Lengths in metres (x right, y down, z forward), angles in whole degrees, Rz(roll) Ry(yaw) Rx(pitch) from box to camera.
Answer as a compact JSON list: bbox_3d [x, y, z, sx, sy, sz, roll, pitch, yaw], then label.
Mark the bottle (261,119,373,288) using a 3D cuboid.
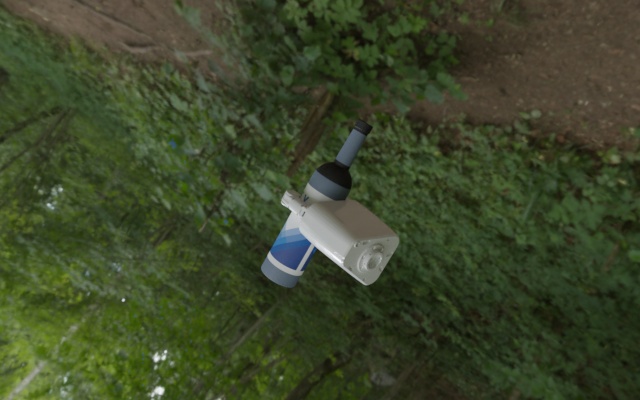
[{"bbox_3d":[0.000,0.003,0.783,0.069,0.296,0.069,29,11,-6],"label":"bottle"}]
